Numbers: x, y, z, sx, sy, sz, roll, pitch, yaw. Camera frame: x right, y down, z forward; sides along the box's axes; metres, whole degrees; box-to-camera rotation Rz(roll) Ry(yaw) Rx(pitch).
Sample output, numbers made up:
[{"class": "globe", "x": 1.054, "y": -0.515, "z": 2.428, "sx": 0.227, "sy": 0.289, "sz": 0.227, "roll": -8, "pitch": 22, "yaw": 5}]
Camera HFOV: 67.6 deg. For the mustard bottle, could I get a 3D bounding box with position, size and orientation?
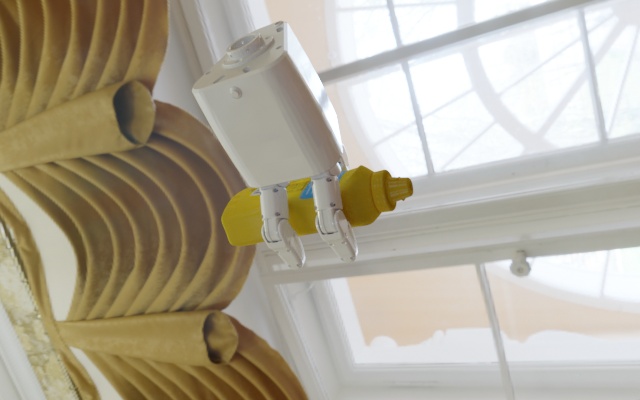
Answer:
[{"class": "mustard bottle", "x": 0.000, "y": 0.002, "z": 0.492, "sx": 0.191, "sy": 0.058, "sz": 0.096, "roll": -11, "pitch": 14, "yaw": 25}]
